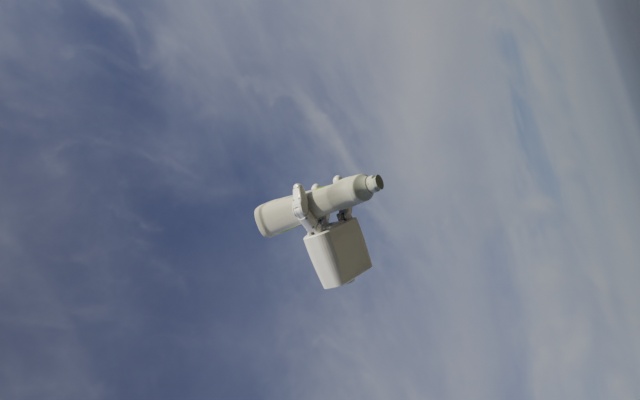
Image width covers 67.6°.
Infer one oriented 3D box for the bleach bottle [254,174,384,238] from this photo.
[{"bbox_3d":[0.000,0.003,0.899,0.251,0.068,0.102,-19,4,33],"label":"bleach bottle"}]
